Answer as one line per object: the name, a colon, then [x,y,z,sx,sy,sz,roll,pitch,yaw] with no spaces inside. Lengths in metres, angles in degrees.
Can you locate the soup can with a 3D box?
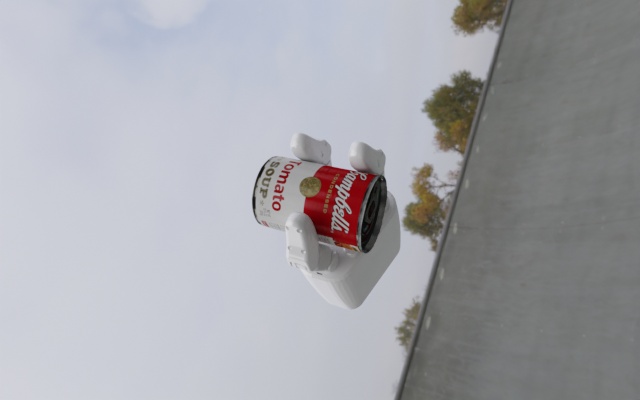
soup can: [0.000,0.001,0.421,0.102,0.068,0.068,13,5,21]
